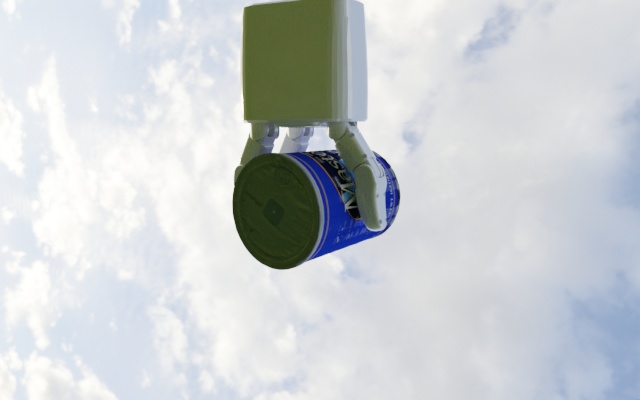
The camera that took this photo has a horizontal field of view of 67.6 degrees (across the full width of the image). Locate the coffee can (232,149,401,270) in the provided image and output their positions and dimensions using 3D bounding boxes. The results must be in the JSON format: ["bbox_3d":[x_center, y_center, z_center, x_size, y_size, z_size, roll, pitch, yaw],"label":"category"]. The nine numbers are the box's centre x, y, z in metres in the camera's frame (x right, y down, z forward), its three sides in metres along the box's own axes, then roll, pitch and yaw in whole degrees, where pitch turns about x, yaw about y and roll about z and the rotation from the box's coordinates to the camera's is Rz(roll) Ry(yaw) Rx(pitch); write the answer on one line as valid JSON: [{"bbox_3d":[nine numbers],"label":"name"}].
[{"bbox_3d":[0.000,0.002,0.467,0.103,0.103,0.140,0,7,37],"label":"coffee can"}]
